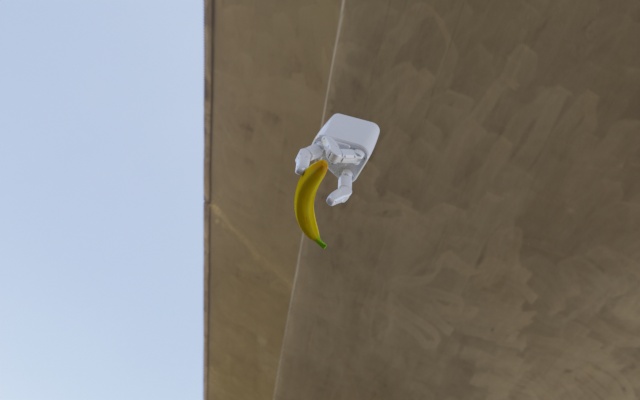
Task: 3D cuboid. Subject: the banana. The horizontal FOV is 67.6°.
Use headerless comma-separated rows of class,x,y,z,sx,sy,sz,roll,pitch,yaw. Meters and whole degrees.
banana,-0.017,0.002,0.900,0.069,0.198,0.037,11,38,16
